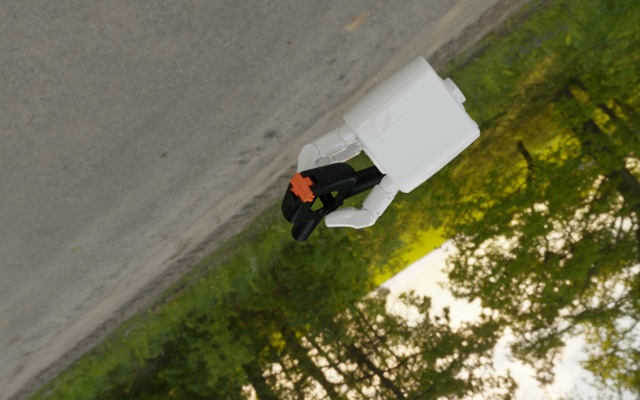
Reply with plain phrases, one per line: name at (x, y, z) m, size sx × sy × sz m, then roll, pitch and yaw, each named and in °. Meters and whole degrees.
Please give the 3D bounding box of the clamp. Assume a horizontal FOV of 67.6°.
clamp at (0.001, 0.002, 0.570) m, size 0.164 × 0.036 × 0.210 m, roll -39°, pitch -13°, yaw 16°
